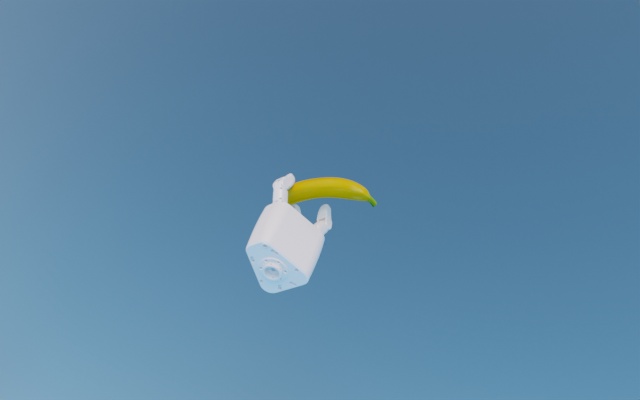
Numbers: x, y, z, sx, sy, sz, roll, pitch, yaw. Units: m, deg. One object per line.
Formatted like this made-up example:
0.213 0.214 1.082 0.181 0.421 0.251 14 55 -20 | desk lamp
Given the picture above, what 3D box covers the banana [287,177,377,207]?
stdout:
0.001 -0.012 0.874 0.198 0.070 0.037 1 37 13 | banana
